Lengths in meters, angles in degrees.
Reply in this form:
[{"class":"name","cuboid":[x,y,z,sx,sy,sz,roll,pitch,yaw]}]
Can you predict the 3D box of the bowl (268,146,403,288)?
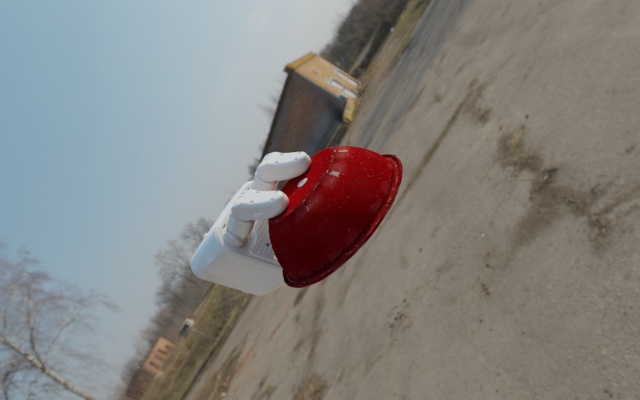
[{"class":"bowl","cuboid":[0.001,0.001,0.454,0.055,0.162,0.162,41,-15,-18]}]
